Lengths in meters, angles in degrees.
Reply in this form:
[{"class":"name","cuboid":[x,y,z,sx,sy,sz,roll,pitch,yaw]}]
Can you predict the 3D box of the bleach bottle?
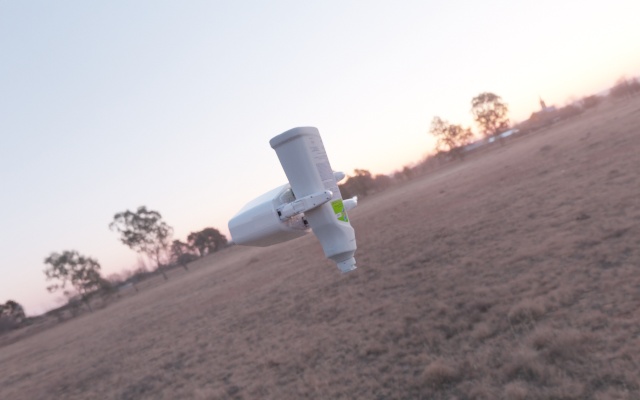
[{"class":"bleach bottle","cuboid":[0.000,0.003,0.803,0.068,0.251,0.102,-21,-1,26]}]
